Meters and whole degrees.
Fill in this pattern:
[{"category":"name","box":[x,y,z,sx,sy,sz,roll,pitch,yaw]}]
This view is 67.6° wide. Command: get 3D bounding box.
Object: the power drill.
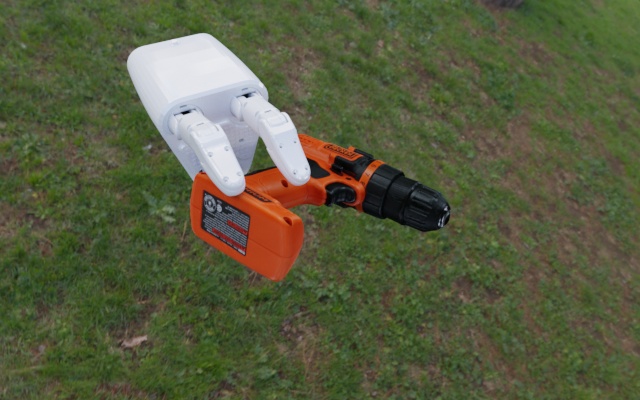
[{"category":"power drill","box":[0.000,0.001,0.413,0.184,0.057,0.187,23,27,28]}]
